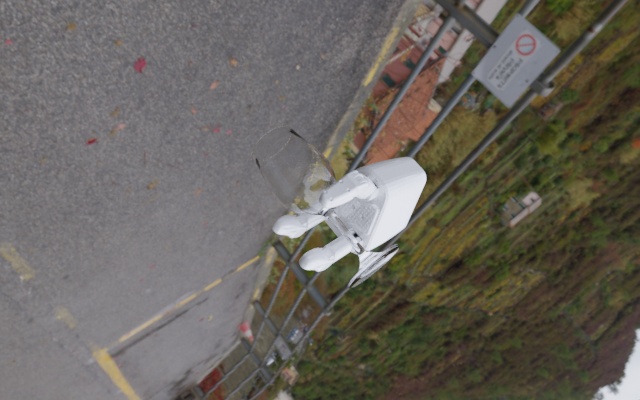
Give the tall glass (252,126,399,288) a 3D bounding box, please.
[{"bbox_3d":[0.000,0.002,0.566,0.079,0.201,0.079,-35,-18,-13],"label":"tall glass"}]
